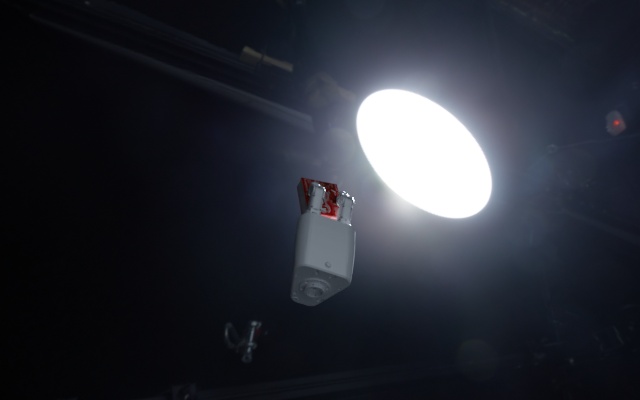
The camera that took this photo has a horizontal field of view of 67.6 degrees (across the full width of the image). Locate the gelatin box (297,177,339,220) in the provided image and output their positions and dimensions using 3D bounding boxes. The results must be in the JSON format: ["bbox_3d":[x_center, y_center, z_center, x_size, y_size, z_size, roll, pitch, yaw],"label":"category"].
[{"bbox_3d":[0.000,0.003,0.865,0.073,0.089,0.030,10,-47,-23],"label":"gelatin box"}]
